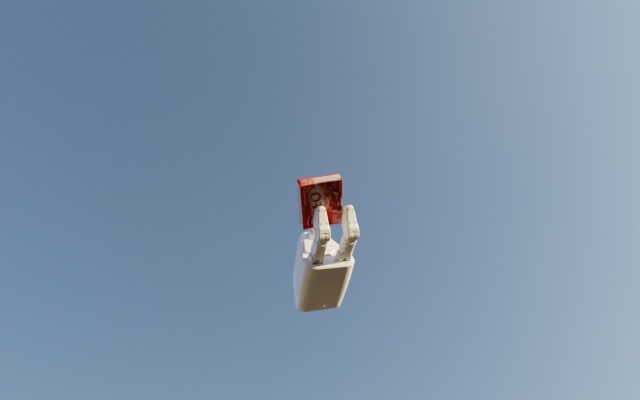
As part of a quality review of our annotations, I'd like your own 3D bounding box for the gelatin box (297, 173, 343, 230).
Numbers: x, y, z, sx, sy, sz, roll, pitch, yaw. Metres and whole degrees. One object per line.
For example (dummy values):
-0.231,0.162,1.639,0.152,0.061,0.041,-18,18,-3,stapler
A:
0.000,0.002,0.818,0.073,0.089,0.030,-9,30,-11,gelatin box
